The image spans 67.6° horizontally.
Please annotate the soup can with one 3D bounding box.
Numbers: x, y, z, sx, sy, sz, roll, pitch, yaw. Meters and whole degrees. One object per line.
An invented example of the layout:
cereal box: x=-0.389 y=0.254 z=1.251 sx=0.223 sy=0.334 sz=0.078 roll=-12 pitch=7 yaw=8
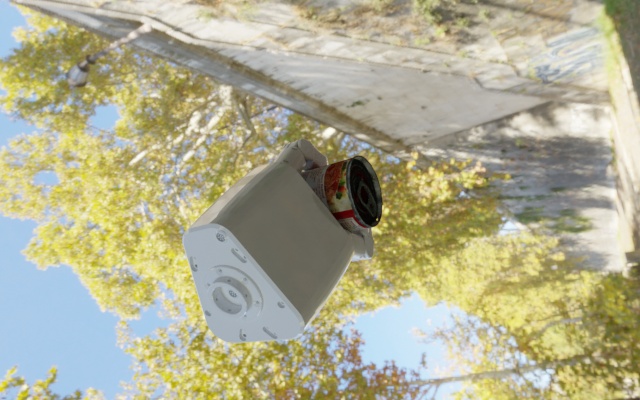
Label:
soup can: x=0.000 y=0.001 z=0.464 sx=0.102 sy=0.068 sz=0.068 roll=-13 pitch=-7 yaw=30
